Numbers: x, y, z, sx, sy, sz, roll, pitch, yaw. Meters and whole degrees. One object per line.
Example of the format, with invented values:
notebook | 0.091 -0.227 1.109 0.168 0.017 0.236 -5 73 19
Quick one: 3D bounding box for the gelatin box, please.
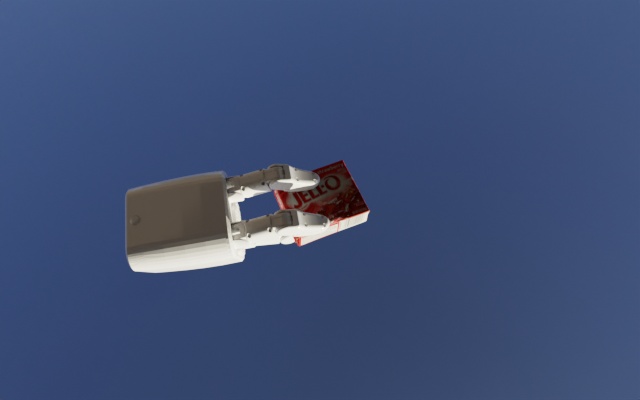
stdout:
gelatin box | 0.000 0.002 0.543 0.089 0.073 0.030 -19 -25 -14
